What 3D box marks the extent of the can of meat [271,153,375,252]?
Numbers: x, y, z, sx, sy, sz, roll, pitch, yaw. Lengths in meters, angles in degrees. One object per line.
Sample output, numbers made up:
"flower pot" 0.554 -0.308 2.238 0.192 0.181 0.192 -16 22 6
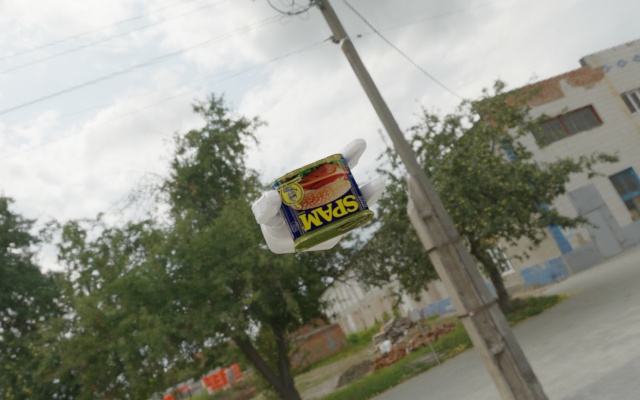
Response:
"can of meat" 0.000 0.002 0.570 0.102 0.084 0.057 -22 -15 -8
